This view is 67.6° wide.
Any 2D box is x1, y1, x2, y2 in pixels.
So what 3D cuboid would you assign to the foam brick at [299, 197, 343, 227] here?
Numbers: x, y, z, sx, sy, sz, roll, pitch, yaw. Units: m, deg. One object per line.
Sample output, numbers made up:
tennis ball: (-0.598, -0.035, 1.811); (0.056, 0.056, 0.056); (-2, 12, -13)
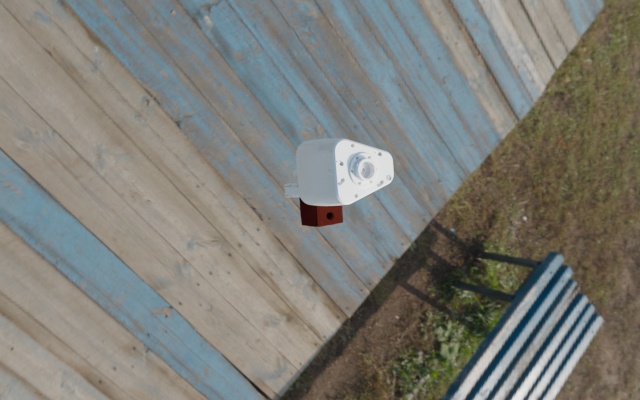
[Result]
foam brick: (0.000, 0.003, 0.792); (0.053, 0.078, 0.051); (-8, 6, -34)
